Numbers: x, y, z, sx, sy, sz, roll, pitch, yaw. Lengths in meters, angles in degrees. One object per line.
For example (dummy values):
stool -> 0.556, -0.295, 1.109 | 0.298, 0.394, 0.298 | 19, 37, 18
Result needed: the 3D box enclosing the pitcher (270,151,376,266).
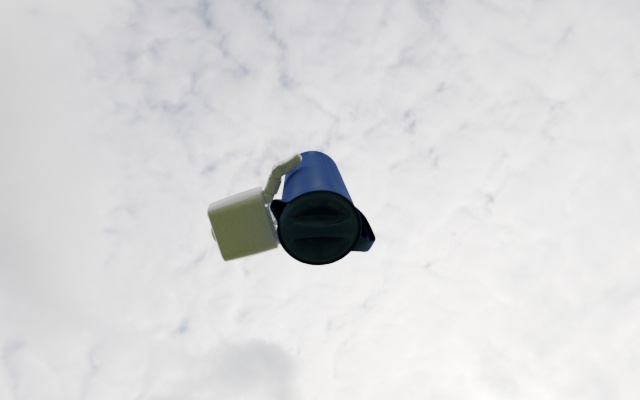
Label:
pitcher -> 0.000, 0.003, 0.848 | 0.145, 0.149, 0.242 | -19, 24, 5
